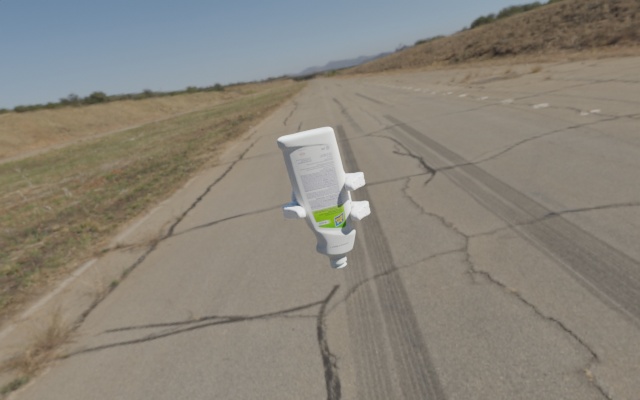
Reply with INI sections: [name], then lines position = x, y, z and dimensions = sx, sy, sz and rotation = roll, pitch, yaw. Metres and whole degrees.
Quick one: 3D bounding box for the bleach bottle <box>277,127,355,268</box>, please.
[bleach bottle]
position = 0.000, 0.003, 0.849
dimensions = 0.102, 0.251, 0.068
rotation = -12, 14, -1
